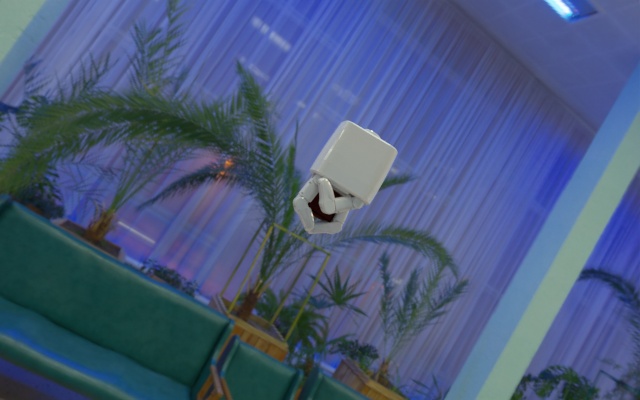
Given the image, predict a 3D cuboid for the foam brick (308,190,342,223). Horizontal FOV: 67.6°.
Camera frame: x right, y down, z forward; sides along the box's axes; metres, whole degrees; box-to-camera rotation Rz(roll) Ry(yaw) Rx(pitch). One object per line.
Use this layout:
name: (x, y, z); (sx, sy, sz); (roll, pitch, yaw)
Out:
foam brick: (0.000, 0.003, 0.856); (0.053, 0.051, 0.078); (32, -6, -15)
